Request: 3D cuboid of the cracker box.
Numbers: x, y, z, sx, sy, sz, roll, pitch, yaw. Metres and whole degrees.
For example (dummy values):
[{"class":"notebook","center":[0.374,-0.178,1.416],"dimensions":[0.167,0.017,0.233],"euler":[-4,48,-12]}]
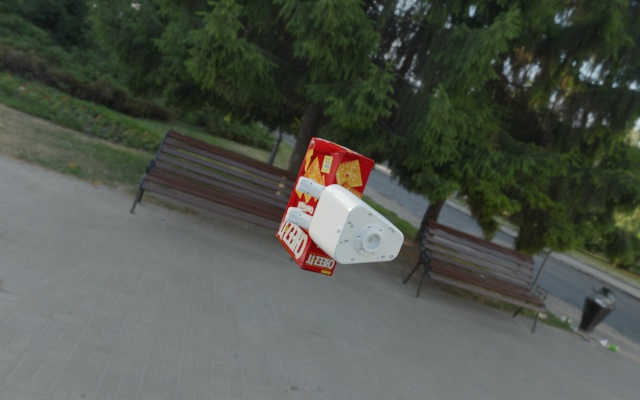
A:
[{"class":"cracker box","center":[0.000,0.003,0.867],"dimensions":[0.072,0.214,0.164],"euler":[17,10,-24]}]
